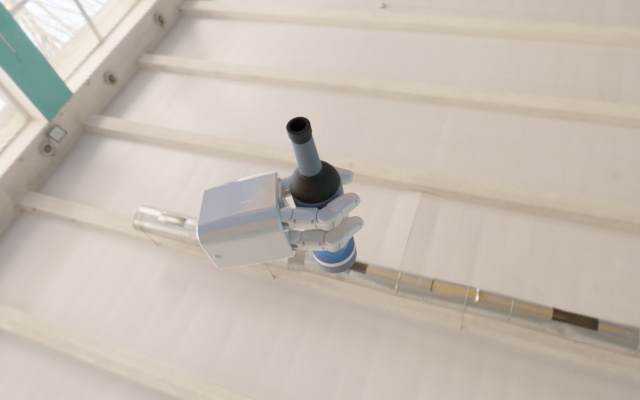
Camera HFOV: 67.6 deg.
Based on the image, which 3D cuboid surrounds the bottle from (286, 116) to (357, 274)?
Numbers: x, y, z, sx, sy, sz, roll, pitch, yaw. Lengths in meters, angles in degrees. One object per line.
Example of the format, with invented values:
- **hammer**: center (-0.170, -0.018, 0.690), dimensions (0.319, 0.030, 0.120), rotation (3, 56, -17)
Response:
- **bottle**: center (0.000, 0.002, 0.634), dimensions (0.069, 0.069, 0.296), rotation (0, -35, 12)
